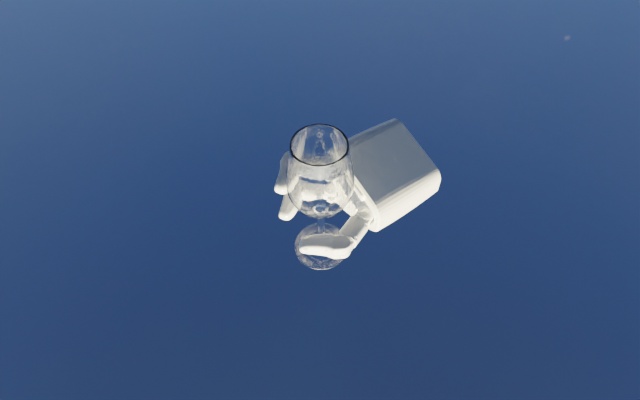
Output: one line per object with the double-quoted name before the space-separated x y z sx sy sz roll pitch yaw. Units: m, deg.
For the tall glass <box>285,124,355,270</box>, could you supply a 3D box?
"tall glass" 0.000 0.002 0.571 0.079 0.079 0.201 0 -37 1
